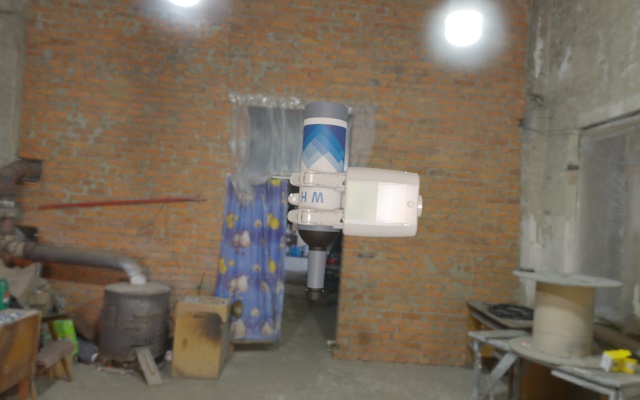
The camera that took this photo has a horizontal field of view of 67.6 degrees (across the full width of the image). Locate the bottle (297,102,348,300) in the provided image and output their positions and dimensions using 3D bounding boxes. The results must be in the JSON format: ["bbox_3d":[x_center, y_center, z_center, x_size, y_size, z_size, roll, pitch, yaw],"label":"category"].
[{"bbox_3d":[0.000,0.002,0.731,0.069,0.295,0.069,4,-2,0],"label":"bottle"}]
